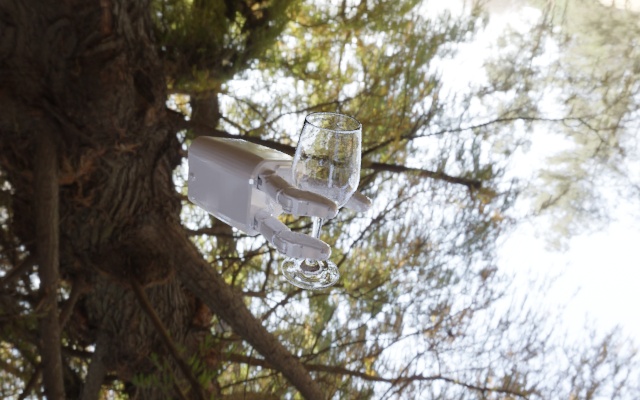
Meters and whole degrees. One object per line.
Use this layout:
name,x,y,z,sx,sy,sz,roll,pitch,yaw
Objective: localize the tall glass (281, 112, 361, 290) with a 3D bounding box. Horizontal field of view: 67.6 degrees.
tall glass,0.000,0.002,0.558,0.079,0.201,0.079,7,28,-4
